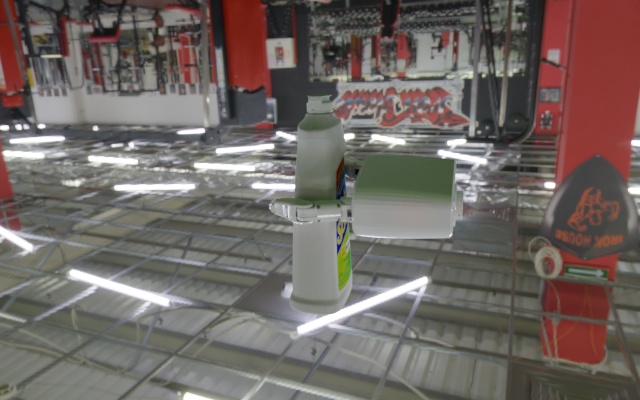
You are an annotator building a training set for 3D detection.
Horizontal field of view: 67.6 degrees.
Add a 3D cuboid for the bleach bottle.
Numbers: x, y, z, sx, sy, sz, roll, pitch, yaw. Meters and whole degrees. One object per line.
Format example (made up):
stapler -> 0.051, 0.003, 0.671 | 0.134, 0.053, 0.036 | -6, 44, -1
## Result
bleach bottle -> 0.000, 0.002, 0.574 | 0.068, 0.251, 0.102 | 3, 17, 17
